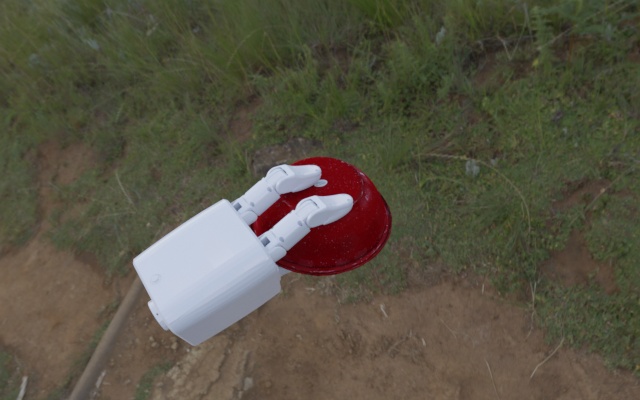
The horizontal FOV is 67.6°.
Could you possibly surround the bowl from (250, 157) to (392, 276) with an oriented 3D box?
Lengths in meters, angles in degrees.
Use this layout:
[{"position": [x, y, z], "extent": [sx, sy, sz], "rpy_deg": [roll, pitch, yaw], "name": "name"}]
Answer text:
[{"position": [0.001, 0.001, 0.526], "extent": [0.162, 0.162, 0.055], "rpy_deg": [0, -45, 0], "name": "bowl"}]
